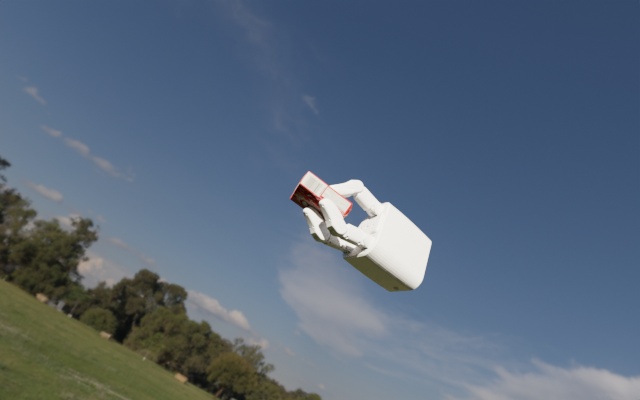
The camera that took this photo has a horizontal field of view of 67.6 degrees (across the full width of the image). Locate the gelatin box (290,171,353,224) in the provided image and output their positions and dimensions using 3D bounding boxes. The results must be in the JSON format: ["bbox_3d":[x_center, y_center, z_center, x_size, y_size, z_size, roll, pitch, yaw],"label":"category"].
[{"bbox_3d":[0.000,0.002,0.762,0.089,0.030,0.073,37,-25,-1],"label":"gelatin box"}]
